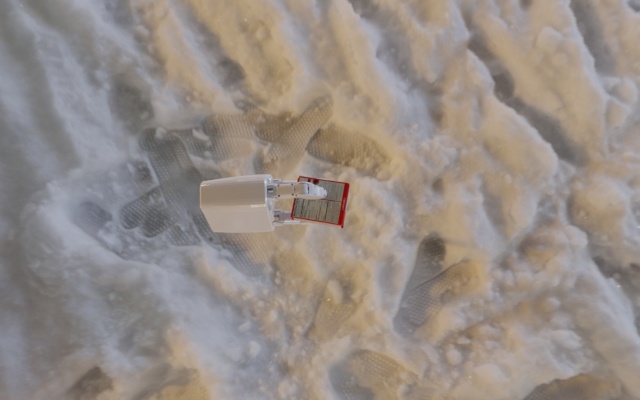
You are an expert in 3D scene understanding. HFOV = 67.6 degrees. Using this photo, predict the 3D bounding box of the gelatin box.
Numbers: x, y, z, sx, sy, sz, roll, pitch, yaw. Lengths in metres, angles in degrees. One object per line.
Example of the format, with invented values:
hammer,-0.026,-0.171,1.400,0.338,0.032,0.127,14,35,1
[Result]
gelatin box,0.000,0.003,0.795,0.089,0.073,0.030,9,-13,7
